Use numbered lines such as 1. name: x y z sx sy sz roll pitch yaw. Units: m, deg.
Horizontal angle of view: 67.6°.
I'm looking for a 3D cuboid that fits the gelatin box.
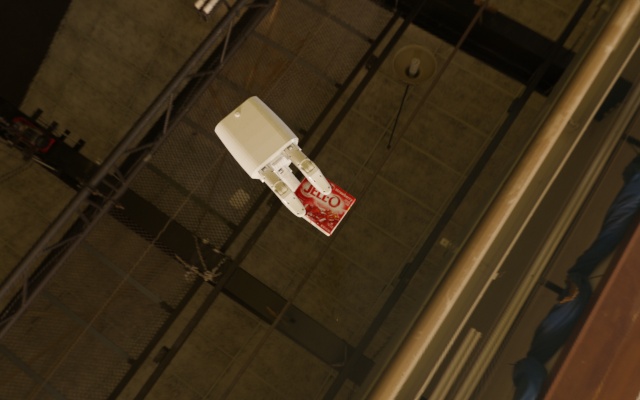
1. gelatin box: 0.000 0.003 0.781 0.089 0.073 0.030 36 -9 4
